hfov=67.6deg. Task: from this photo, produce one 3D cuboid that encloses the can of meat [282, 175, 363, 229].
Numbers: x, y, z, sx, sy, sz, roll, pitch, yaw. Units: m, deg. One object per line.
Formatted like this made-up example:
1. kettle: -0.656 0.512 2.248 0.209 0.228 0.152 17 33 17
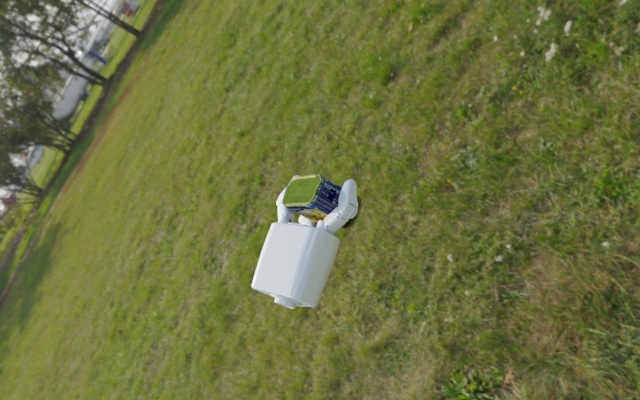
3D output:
1. can of meat: 0.000 0.002 0.740 0.084 0.057 0.102 29 -17 -30
